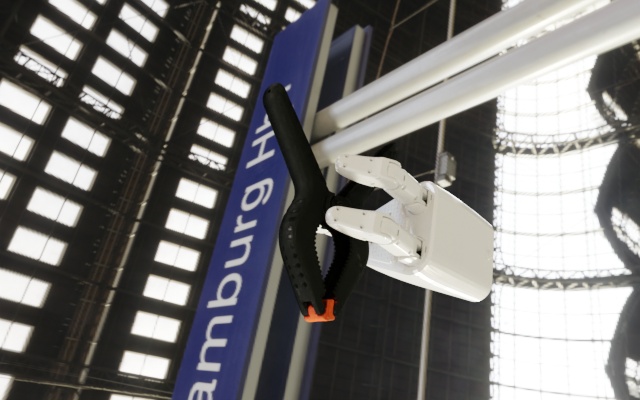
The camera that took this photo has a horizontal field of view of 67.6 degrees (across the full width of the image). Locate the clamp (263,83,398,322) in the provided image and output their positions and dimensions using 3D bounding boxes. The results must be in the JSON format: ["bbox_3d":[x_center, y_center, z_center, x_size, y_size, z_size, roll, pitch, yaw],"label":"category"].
[{"bbox_3d":[0.000,0.002,0.440,0.164,0.210,0.036,27,-29,-29],"label":"clamp"}]
